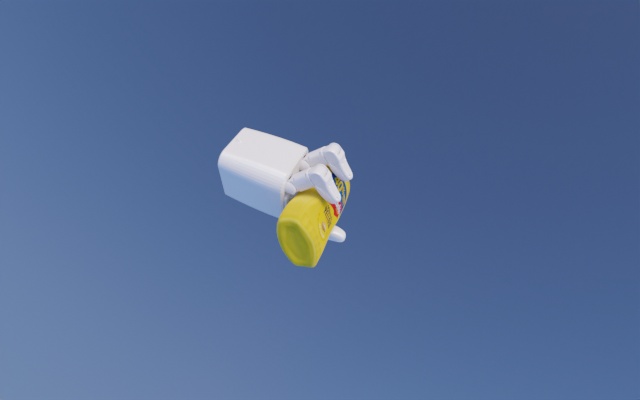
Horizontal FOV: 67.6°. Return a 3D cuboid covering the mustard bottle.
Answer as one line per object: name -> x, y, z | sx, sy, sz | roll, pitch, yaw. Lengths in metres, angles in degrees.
mustard bottle -> 0.000, 0.003, 0.719 | 0.058, 0.096, 0.191 | 2, 39, 25
